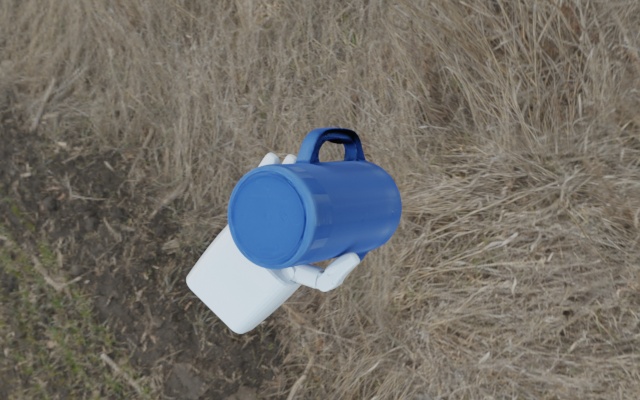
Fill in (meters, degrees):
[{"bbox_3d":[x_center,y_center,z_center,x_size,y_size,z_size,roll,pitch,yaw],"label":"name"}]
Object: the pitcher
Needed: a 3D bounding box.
[{"bbox_3d":[0.000,0.002,0.584,0.145,0.149,0.243,-46,-17,21],"label":"pitcher"}]
